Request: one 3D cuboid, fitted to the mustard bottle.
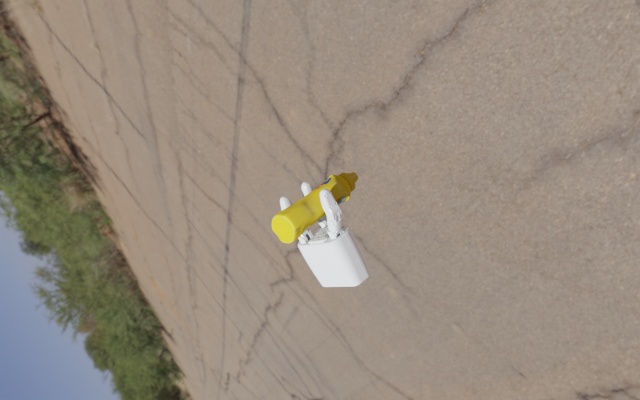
[{"bbox_3d":[0.000,0.003,0.896,0.191,0.058,0.096,-36,-6,-26],"label":"mustard bottle"}]
